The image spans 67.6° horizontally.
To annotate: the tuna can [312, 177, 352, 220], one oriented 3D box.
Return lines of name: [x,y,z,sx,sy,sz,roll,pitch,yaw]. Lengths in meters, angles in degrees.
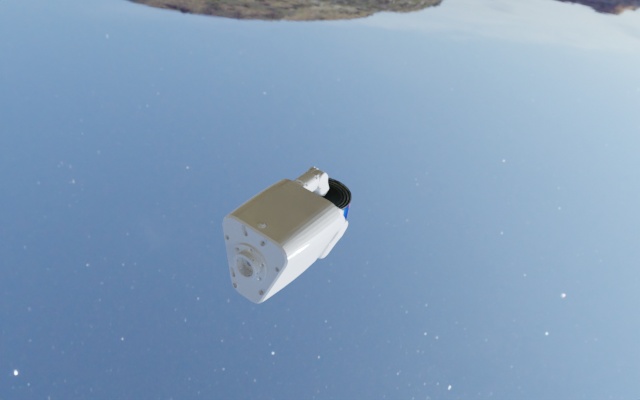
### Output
tuna can: [0.000,0.003,0.685,0.086,0.034,0.086,6,35,-4]
